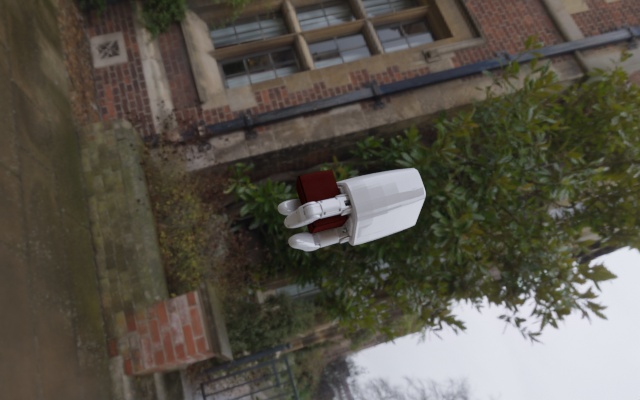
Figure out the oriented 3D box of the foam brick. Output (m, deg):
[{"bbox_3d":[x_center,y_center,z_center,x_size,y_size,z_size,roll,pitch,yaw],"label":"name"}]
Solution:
[{"bbox_3d":[0.000,0.002,0.685,0.051,0.078,0.053,-15,-12,-10],"label":"foam brick"}]
